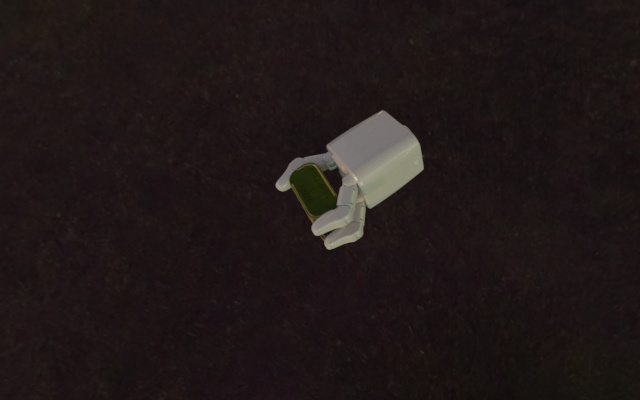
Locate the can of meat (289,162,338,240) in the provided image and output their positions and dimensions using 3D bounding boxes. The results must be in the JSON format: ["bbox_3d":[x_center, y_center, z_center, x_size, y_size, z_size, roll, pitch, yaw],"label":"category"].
[{"bbox_3d":[0.000,0.002,0.728,0.057,0.102,0.084,-32,-31,-1],"label":"can of meat"}]
